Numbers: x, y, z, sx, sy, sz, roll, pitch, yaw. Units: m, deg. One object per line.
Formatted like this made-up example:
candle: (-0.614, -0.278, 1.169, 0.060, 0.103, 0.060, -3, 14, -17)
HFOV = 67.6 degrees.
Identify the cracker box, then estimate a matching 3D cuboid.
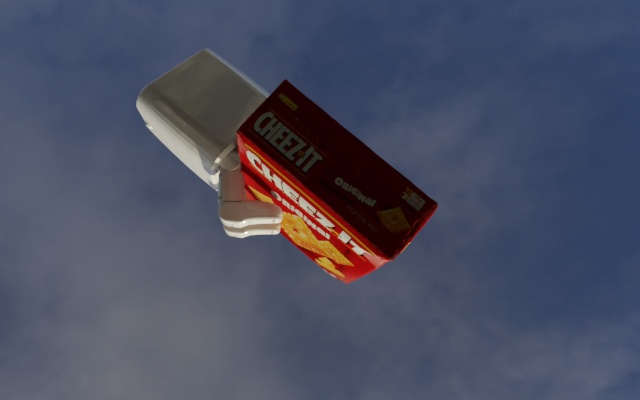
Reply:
cracker box: (0.000, 0.001, 0.477, 0.164, 0.072, 0.214, 39, -15, 4)
